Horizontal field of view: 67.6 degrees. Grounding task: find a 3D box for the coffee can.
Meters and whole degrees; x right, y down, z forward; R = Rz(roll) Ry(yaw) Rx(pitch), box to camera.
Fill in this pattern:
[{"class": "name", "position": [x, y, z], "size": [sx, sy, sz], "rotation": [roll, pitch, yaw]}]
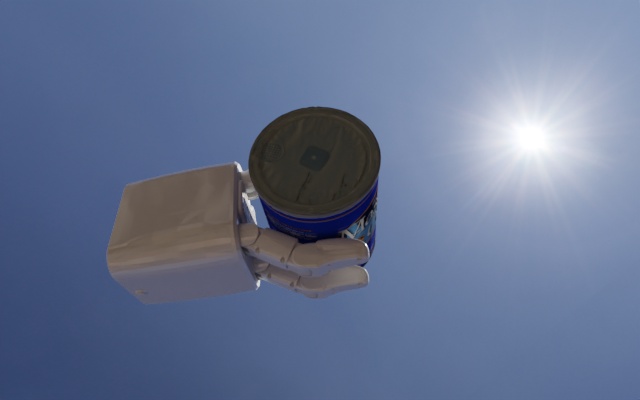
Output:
[{"class": "coffee can", "position": [0.000, 0.001, 0.426], "size": [0.103, 0.102, 0.140], "rotation": [0, -30, 5]}]
